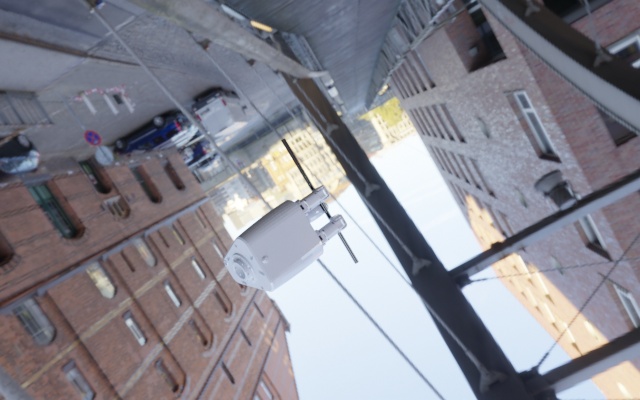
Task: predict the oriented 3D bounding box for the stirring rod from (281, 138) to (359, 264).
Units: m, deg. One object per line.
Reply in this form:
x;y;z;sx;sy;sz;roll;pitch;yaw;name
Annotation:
0.000;0.003;0.792;0.011;0.239;0.011;-31;7;4;stirring rod
